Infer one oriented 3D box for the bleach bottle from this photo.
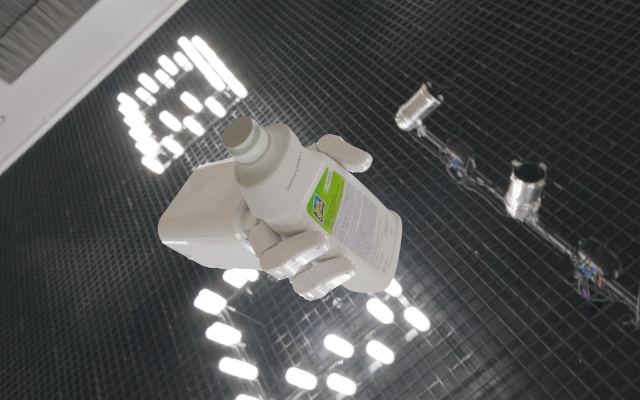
[{"bbox_3d":[0.000,0.002,0.446,0.068,0.102,0.251,-4,-30,30],"label":"bleach bottle"}]
